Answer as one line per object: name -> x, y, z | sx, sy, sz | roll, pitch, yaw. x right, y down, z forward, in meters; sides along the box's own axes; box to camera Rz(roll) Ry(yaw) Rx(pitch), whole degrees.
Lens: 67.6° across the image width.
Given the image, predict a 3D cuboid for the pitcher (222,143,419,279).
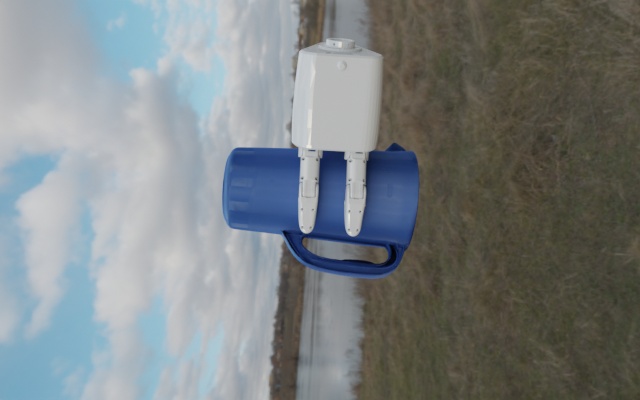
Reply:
pitcher -> 0.000, 0.002, 0.623 | 0.243, 0.145, 0.149 | 4, 25, -1
